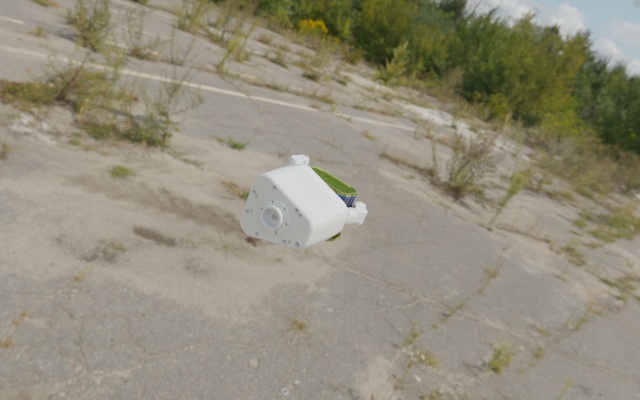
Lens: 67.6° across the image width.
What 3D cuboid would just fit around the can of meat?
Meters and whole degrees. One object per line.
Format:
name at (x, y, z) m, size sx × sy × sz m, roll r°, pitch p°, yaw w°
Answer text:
can of meat at (0.000, 0.002, 0.765) m, size 0.102 × 0.084 × 0.057 m, roll 32°, pitch 22°, yaw 24°
